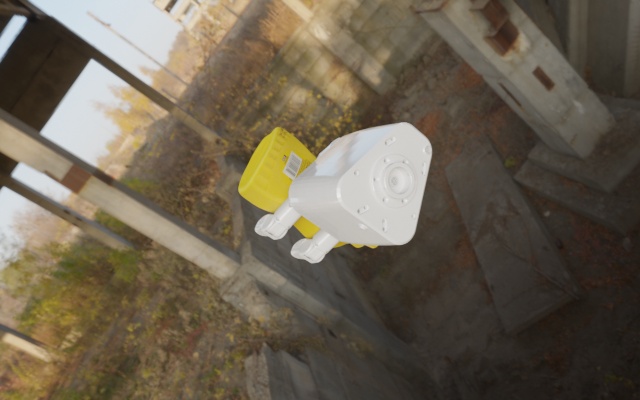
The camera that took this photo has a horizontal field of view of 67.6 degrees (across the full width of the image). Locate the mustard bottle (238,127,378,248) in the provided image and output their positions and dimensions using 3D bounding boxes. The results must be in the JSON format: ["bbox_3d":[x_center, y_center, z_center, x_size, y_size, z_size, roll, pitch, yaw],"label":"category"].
[{"bbox_3d":[0.000,0.002,0.580,0.192,0.096,0.058,35,-39,-21],"label":"mustard bottle"}]
